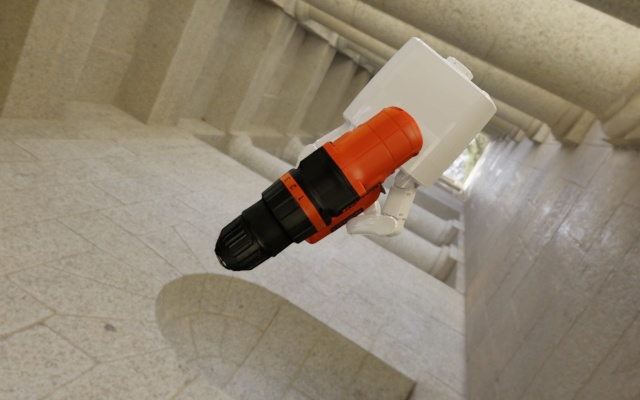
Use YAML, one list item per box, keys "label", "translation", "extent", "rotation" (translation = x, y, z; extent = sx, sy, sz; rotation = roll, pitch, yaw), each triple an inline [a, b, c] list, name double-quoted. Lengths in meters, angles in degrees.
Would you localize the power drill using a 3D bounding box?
- label: "power drill"
  translation: [0.000, 0.001, 0.437]
  extent: [0.184, 0.057, 0.187]
  rotation: [-34, -5, -2]
